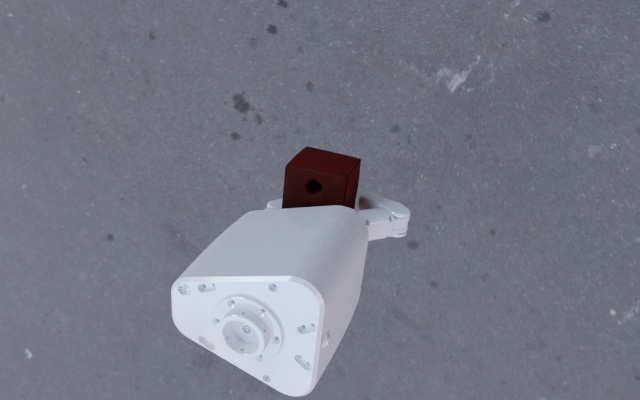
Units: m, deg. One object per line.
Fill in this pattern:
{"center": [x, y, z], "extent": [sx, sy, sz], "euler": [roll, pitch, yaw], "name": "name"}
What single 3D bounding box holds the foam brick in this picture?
{"center": [0.000, 0.001, 0.409], "extent": [0.053, 0.078, 0.051], "euler": [12, 24, 14], "name": "foam brick"}
